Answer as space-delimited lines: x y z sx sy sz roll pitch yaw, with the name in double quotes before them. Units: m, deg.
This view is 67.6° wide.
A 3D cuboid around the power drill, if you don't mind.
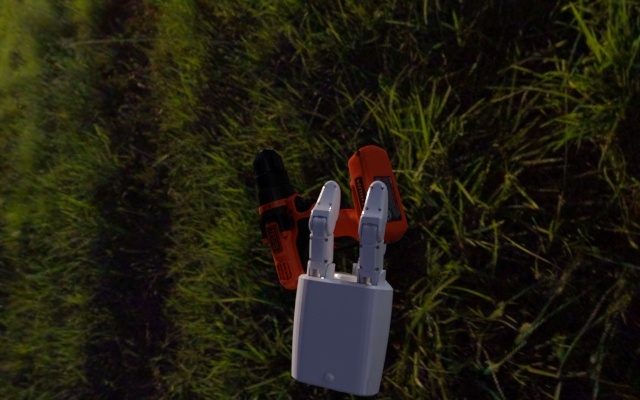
"power drill" 0.000 0.002 0.567 0.188 0.184 0.057 -22 -9 40
